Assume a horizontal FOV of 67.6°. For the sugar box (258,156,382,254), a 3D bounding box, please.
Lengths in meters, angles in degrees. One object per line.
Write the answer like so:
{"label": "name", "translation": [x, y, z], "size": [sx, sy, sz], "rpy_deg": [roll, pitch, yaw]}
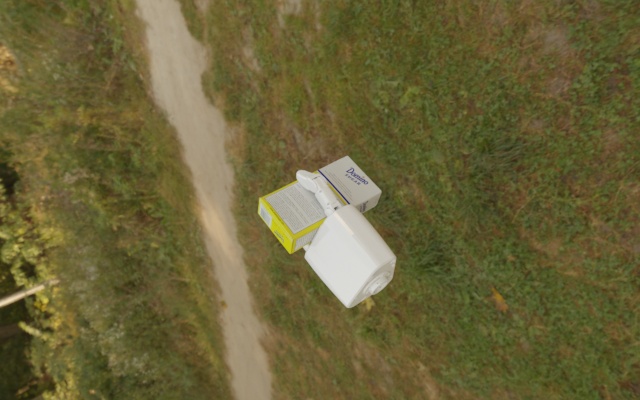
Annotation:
{"label": "sugar box", "translation": [0.000, 0.003, 0.752], "size": [0.176, 0.093, 0.048], "rpy_deg": [-25, -29, -29]}
